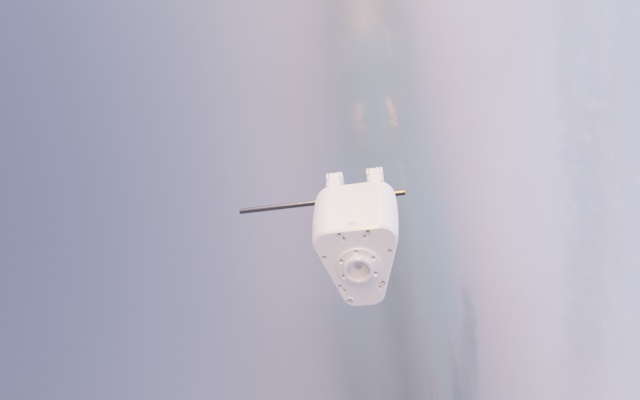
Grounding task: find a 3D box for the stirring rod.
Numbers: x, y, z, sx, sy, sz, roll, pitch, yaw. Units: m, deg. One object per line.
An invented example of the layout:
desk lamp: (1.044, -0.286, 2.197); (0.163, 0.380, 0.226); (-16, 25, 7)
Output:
stirring rod: (0.000, 0.002, 0.686); (0.239, 0.011, 0.011); (-7, -1, 8)
